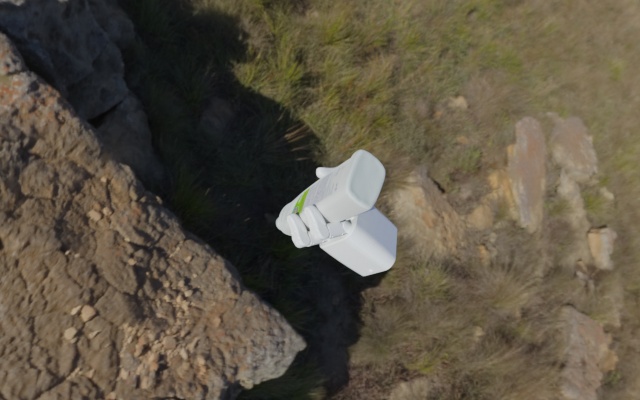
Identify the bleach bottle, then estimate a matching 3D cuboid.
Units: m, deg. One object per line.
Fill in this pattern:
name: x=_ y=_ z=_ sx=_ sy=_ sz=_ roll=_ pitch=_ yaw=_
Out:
bleach bottle: x=0.000 y=0.003 z=0.840 sx=0.068 sy=0.102 sz=0.251 roll=37 pitch=-35 yaw=-20
